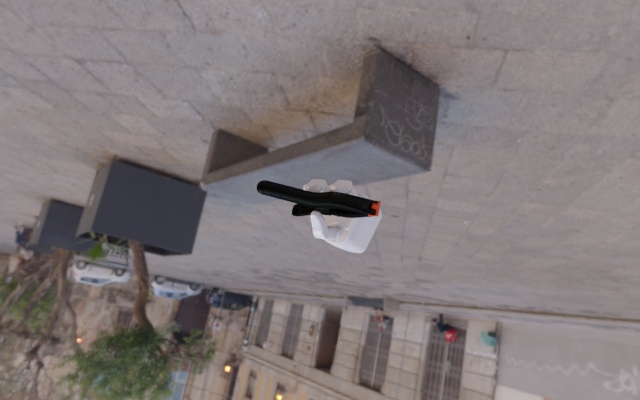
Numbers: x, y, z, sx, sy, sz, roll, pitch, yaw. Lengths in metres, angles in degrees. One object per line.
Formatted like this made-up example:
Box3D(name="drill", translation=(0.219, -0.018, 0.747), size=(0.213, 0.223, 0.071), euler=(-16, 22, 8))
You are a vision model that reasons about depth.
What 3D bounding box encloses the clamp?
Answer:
Box3D(name="clamp", translation=(0.001, 0.004, 0.851), size=(0.210, 0.036, 0.165), euler=(3, -15, 30))
